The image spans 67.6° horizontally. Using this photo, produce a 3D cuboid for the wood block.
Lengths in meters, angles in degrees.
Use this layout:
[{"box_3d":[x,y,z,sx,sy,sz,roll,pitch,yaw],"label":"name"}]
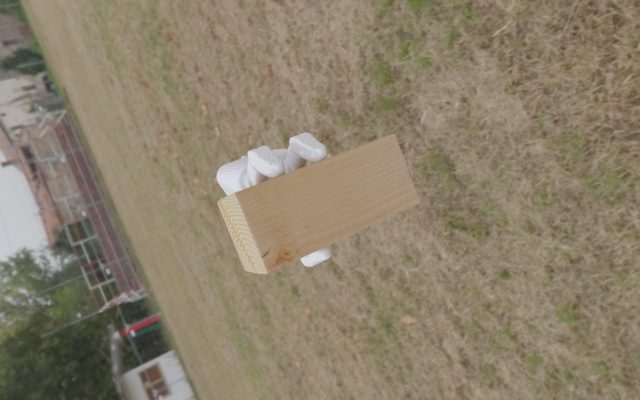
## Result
[{"box_3d":[0.000,0.002,0.558,0.206,0.091,0.090,-23,4,-25],"label":"wood block"}]
